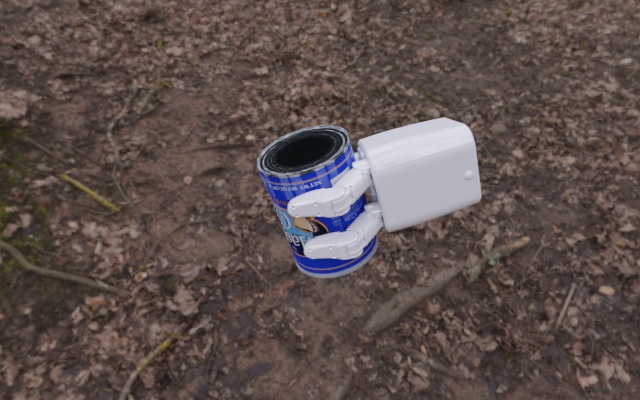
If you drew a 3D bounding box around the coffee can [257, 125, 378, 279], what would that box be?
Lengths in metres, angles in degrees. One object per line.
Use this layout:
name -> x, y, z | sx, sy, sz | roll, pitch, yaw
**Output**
coffee can -> 0.000, 0.002, 0.537 | 0.103, 0.140, 0.102 | -13, 32, 9
